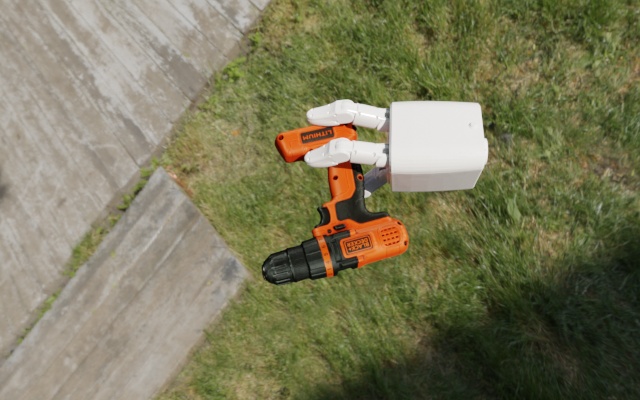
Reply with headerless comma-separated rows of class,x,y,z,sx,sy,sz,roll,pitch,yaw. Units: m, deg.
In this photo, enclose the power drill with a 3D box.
power drill,0.000,0.001,0.602,0.184,0.187,0.057,-14,-11,-8
